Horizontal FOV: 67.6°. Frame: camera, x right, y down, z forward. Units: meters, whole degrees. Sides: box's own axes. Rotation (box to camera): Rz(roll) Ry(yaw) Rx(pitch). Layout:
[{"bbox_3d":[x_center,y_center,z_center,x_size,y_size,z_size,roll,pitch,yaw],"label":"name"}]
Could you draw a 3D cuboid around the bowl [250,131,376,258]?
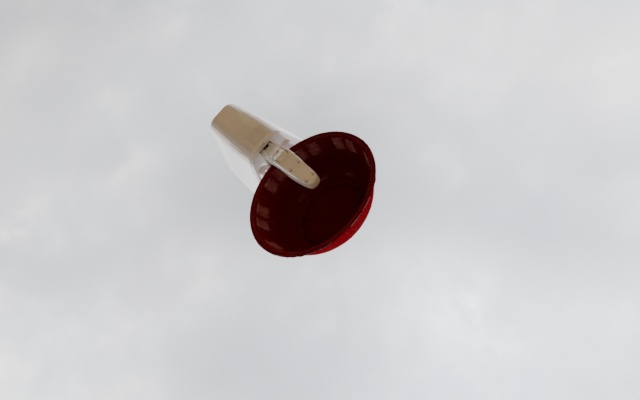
[{"bbox_3d":[0.001,0.003,0.540,0.162,0.162,0.055,0,-31,37],"label":"bowl"}]
